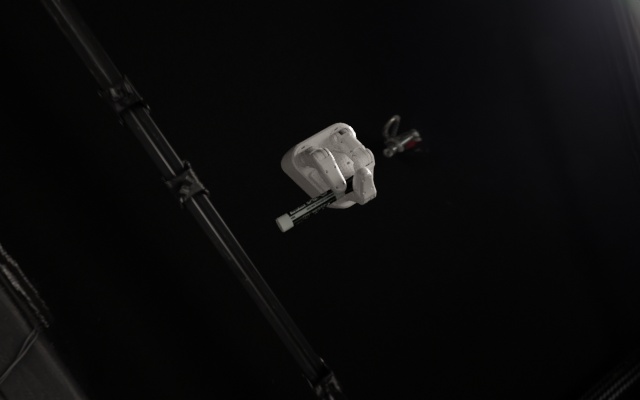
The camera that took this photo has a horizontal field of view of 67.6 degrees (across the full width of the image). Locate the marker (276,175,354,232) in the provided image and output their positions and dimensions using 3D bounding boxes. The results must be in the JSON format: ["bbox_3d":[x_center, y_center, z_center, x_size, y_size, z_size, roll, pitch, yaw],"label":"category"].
[{"bbox_3d":[0.000,0.002,0.602,0.121,0.020,0.020,-30,8,-14],"label":"marker"}]
